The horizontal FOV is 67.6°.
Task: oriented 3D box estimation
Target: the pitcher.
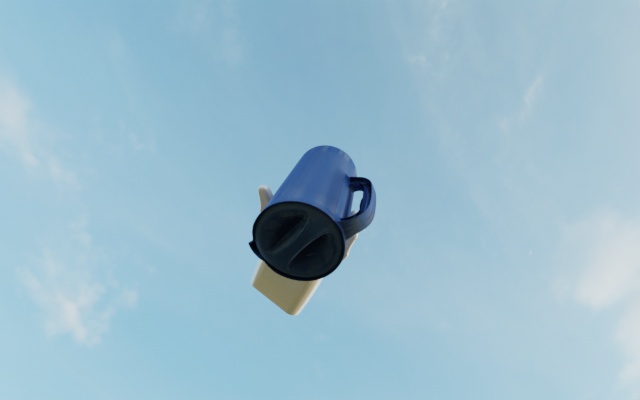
[{"bbox_3d":[0.000,0.003,0.755,0.149,0.145,0.242,24,32,-1],"label":"pitcher"}]
